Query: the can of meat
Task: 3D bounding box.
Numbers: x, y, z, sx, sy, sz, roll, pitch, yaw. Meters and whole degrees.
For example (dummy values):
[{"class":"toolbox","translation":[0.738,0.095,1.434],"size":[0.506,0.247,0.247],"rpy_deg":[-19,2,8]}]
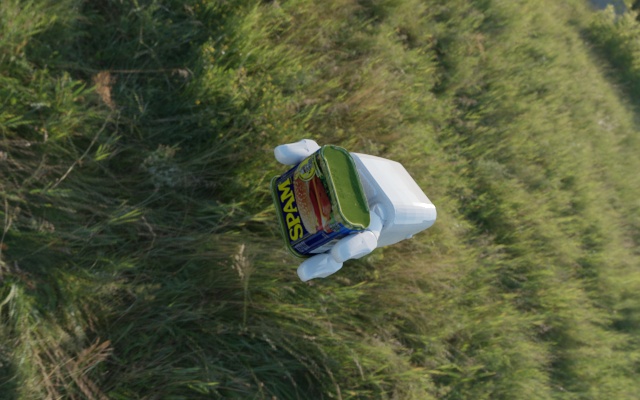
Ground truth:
[{"class":"can of meat","translation":[0.000,0.001,0.514],"size":[0.057,0.102,0.084],"rpy_deg":[7,-30,-46]}]
